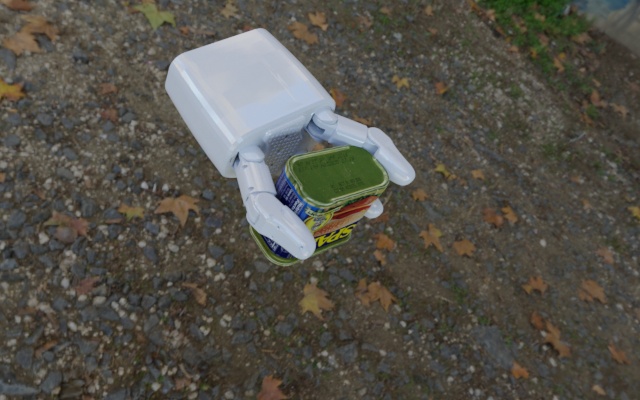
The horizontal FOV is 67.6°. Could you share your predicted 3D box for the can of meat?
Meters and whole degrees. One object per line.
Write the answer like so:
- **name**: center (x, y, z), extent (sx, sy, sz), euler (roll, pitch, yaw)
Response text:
- **can of meat**: center (0.000, 0.001, 0.414), extent (0.102, 0.057, 0.084), euler (-17, -28, -40)
